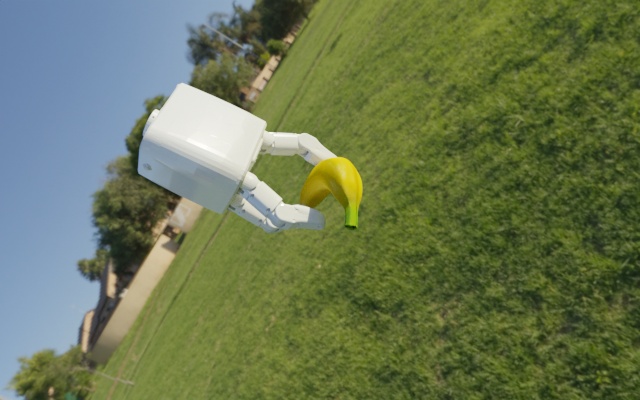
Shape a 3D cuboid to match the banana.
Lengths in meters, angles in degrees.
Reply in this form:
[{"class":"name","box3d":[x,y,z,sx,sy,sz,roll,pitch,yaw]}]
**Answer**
[{"class":"banana","box3d":[0.008,-0.015,0.539,0.037,0.069,0.198,22,-1,-14]}]
